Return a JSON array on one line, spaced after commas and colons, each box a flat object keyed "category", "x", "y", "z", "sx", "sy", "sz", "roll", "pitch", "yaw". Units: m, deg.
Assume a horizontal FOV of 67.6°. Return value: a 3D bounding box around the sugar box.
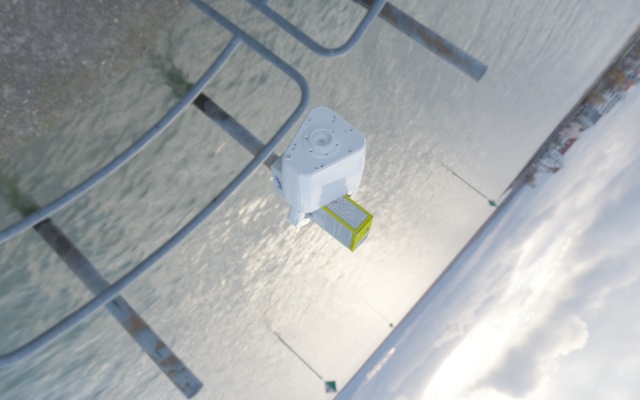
[{"category": "sugar box", "x": 0.001, "y": 0.002, "z": 0.762, "sx": 0.176, "sy": 0.048, "sz": 0.093, "roll": 41, "pitch": -20, "yaw": 16}]
